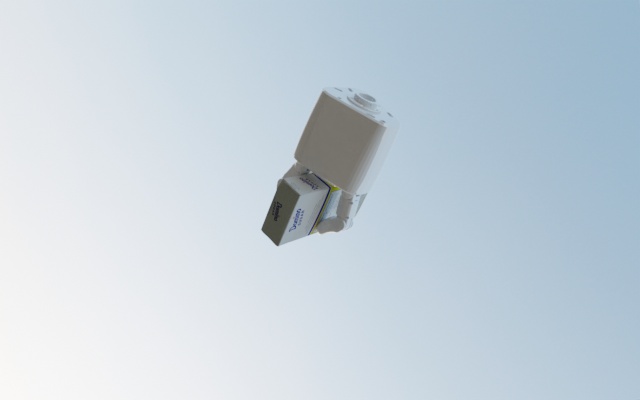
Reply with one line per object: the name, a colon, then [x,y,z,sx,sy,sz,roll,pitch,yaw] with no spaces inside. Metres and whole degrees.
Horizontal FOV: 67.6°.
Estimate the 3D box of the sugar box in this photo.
sugar box: [0.000,0.002,0.704,0.176,0.093,0.048,-12,46,-47]
